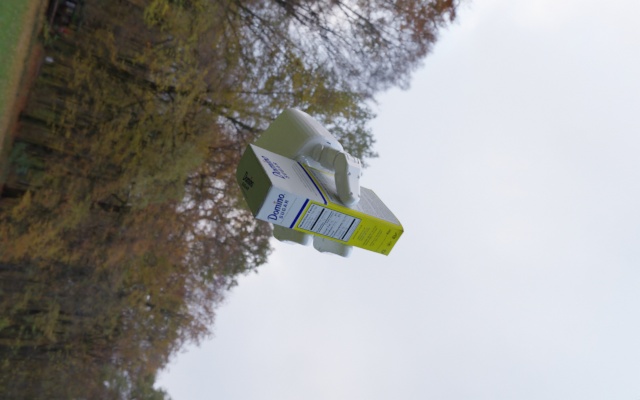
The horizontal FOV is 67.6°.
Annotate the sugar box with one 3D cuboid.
[{"bbox_3d":[0.000,0.002,0.520,0.176,0.048,0.093,16,23,-31],"label":"sugar box"}]
